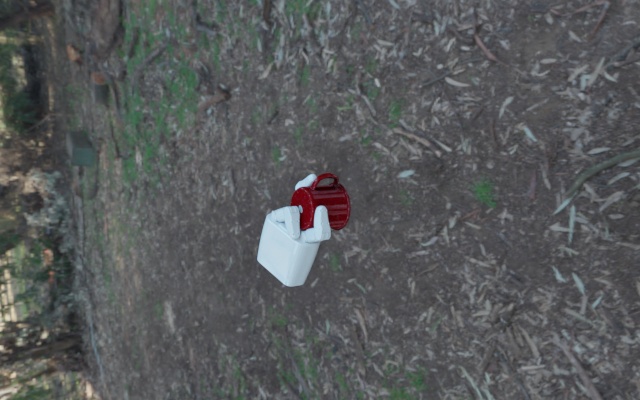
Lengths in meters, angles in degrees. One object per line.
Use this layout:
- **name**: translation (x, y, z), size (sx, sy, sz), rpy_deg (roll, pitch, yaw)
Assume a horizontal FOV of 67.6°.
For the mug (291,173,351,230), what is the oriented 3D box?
- **mug**: translation (0.000, 0.002, 0.892), size (0.081, 0.117, 0.093), rpy_deg (-4, 34, -34)
